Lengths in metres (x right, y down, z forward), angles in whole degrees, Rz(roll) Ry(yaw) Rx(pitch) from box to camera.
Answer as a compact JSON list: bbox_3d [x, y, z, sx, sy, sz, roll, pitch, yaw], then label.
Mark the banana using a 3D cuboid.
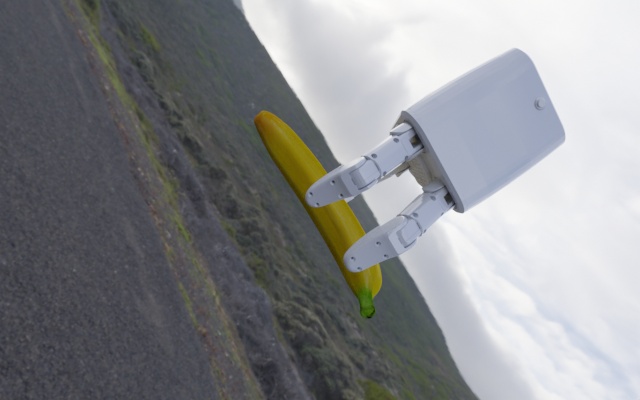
[{"bbox_3d":[0.005,0.007,0.424,0.037,0.197,0.069,-32,-11,3],"label":"banana"}]
